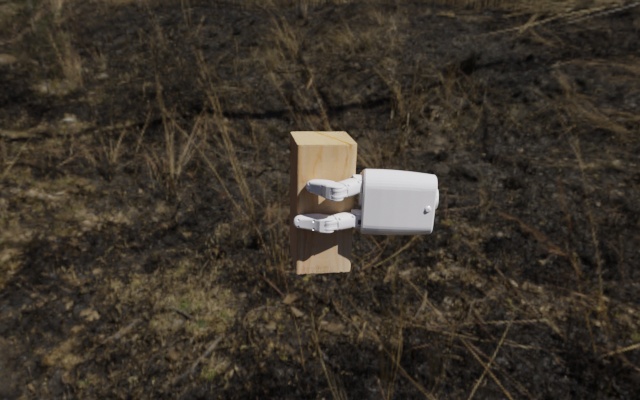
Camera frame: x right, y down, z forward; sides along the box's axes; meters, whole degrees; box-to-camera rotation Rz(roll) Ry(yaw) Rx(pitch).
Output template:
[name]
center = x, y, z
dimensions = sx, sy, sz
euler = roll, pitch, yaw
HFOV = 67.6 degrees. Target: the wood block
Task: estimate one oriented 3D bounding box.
[wood block]
center = 0.000, 0.002, 0.751
dimensions = 0.090, 0.206, 0.090
euler = -2, 20, -9
